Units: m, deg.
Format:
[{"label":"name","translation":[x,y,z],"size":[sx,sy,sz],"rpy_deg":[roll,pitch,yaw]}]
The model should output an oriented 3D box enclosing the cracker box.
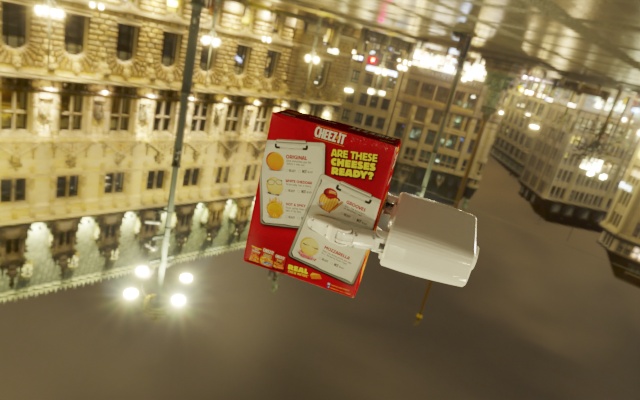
[{"label":"cracker box","translation":[0.000,0.002,0.641],"size":[0.164,0.214,0.072],"rpy_deg":[17,19,9]}]
